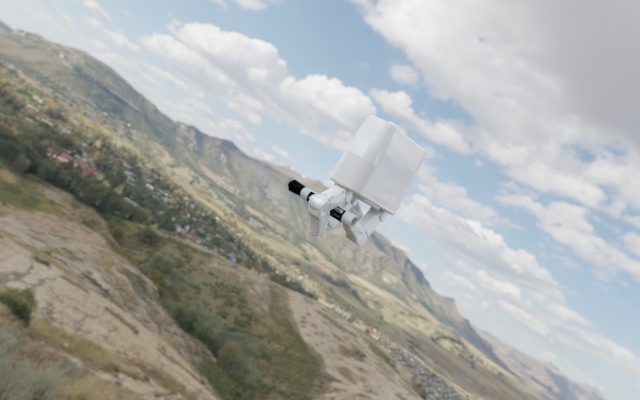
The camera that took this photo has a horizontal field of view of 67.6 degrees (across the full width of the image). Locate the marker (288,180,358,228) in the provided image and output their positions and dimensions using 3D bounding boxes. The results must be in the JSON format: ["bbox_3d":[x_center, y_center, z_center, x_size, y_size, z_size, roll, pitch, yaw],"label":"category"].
[{"bbox_3d":[0.000,0.002,0.663,0.121,0.020,0.020,31,17,31],"label":"marker"}]
